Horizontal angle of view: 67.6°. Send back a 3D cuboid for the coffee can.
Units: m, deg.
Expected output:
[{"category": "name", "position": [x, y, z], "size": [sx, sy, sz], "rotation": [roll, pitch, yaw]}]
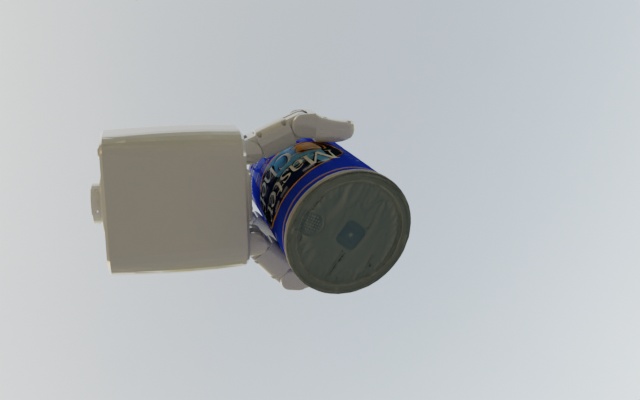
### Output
[{"category": "coffee can", "position": [0.000, 0.001, 0.419], "size": [0.103, 0.103, 0.140], "rotation": [0, 21, -21]}]
